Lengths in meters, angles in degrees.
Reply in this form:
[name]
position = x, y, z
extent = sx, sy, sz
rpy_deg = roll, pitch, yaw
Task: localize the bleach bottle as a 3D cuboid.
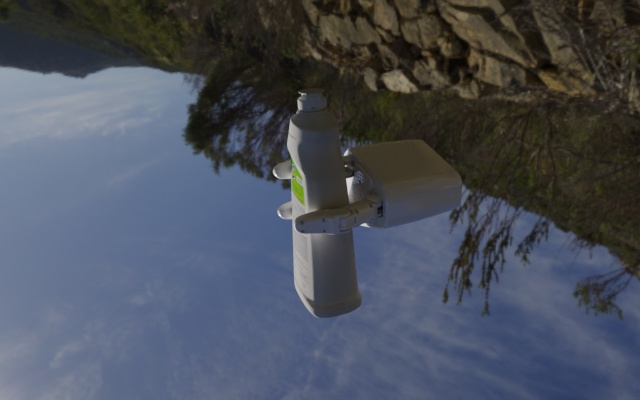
[bleach bottle]
position = 0.000, 0.002, 0.548
extent = 0.068, 0.251, 0.102
rpy_deg = -11, 24, -19
